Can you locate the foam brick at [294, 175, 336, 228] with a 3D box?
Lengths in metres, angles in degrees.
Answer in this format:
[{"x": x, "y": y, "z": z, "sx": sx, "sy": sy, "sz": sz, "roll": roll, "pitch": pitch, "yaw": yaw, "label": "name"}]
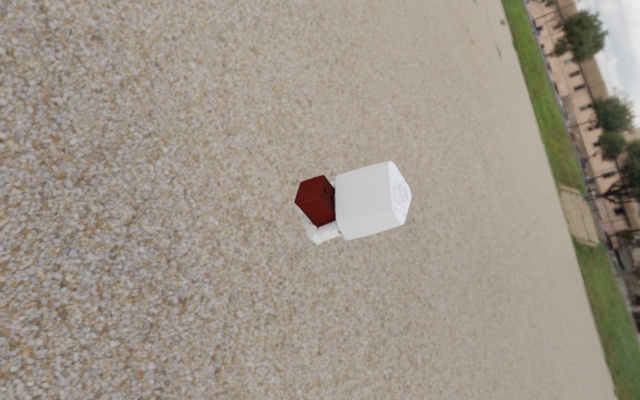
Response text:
[{"x": 0.000, "y": 0.003, "z": 0.836, "sx": 0.051, "sy": 0.053, "sz": 0.078, "roll": -16, "pitch": -48, "yaw": 29, "label": "foam brick"}]
